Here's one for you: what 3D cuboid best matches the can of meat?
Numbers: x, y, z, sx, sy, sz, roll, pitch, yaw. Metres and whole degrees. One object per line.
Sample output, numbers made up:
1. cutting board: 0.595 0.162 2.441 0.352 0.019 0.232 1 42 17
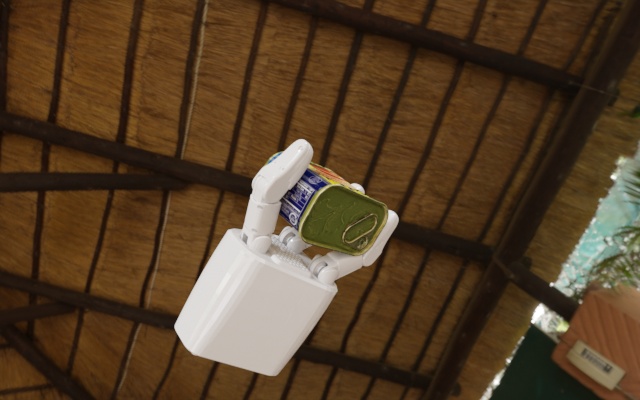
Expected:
1. can of meat: 0.000 0.001 0.448 0.102 0.057 0.084 20 13 -46
